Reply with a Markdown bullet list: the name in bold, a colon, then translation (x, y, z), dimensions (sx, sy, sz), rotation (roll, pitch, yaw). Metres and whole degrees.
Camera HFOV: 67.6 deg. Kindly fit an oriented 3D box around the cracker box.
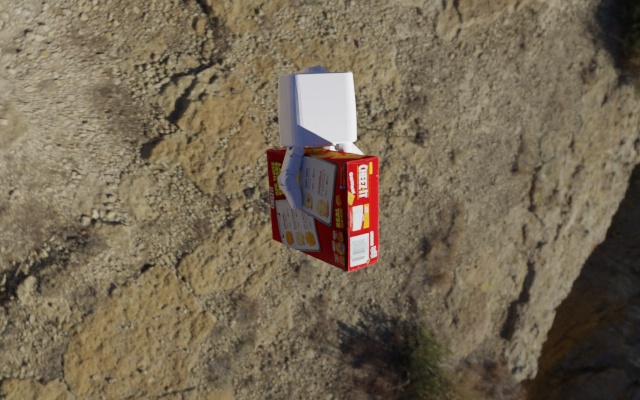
- **cracker box**: translation (0.000, 0.003, 0.765), dimensions (0.072, 0.164, 0.213), rotation (-12, 16, -35)
